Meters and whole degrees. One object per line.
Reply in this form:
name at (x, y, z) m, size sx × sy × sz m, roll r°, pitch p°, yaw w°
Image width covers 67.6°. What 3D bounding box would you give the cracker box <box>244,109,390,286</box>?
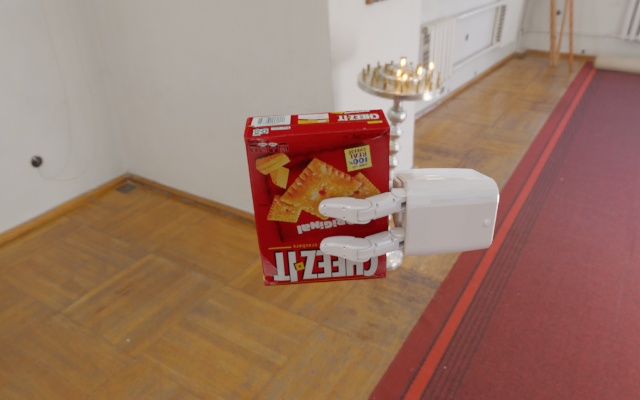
cracker box at (0.000, 0.002, 0.593) m, size 0.164 × 0.214 × 0.072 m, roll -3°, pitch 30°, yaw 0°
